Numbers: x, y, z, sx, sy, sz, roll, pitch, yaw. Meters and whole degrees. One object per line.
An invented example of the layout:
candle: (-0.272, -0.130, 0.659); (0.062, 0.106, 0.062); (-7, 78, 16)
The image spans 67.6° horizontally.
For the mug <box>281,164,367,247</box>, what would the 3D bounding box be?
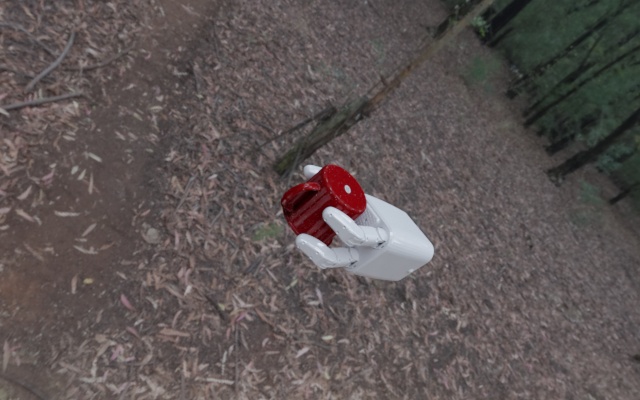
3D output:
mug: (-0.001, 0.002, 0.643); (0.117, 0.093, 0.081); (18, -48, -41)
